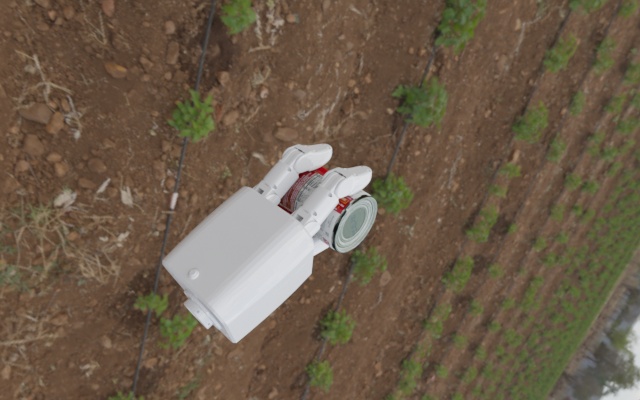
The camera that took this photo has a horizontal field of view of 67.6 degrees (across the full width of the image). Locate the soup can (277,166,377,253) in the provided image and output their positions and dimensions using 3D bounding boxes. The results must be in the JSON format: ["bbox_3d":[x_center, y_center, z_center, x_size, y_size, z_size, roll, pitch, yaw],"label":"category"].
[{"bbox_3d":[0.001,0.002,0.505,0.102,0.068,0.068,33,19,32],"label":"soup can"}]
